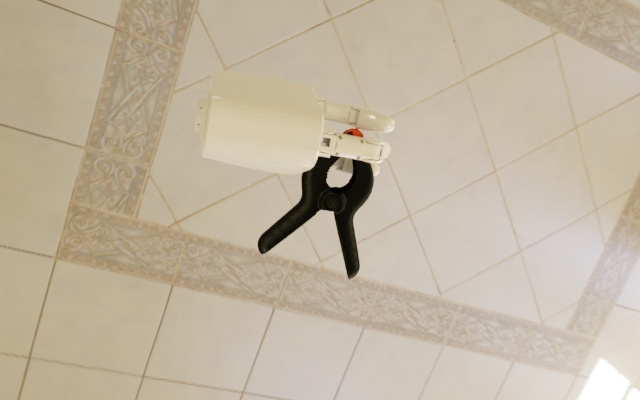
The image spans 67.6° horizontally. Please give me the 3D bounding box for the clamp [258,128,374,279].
[{"bbox_3d":[0.000,0.002,0.525,0.120,0.171,0.039,7,14,-15],"label":"clamp"}]
